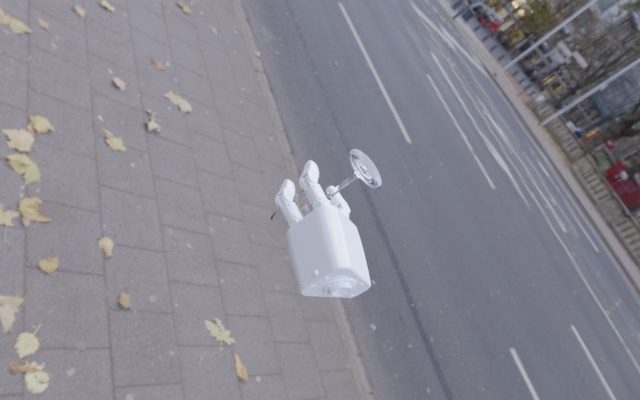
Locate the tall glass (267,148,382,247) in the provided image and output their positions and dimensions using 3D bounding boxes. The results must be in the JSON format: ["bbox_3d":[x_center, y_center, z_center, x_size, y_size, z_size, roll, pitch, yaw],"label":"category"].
[{"bbox_3d":[0.001,0.002,0.782,0.201,0.079,0.079,-36,-20,29],"label":"tall glass"}]
